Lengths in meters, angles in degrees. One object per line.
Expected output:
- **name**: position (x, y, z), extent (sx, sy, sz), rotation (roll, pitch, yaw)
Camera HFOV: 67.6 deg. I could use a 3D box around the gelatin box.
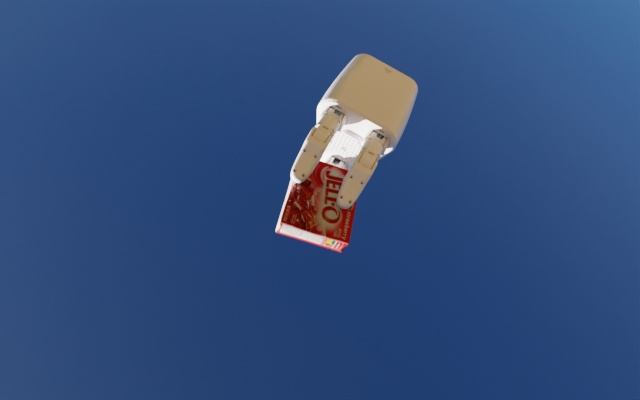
- **gelatin box**: position (0.000, 0.002, 0.505), extent (0.073, 0.089, 0.030), rotation (18, -31, -7)
